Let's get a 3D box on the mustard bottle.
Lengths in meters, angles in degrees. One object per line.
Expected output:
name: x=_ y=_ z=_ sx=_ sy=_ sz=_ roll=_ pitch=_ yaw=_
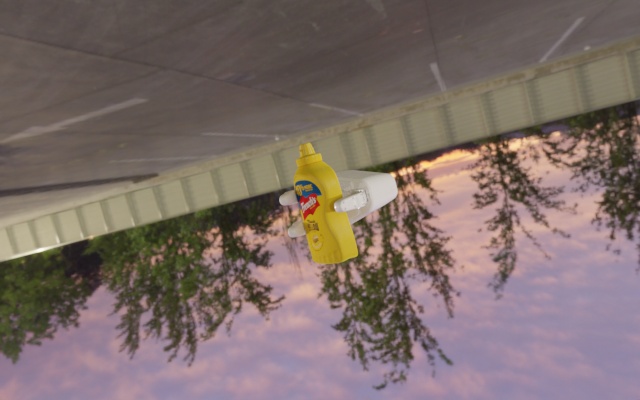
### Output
mustard bottle: x=0.000 y=0.003 z=0.762 sx=0.058 sy=0.191 sz=0.096 roll=-16 pitch=4 yaw=-29
